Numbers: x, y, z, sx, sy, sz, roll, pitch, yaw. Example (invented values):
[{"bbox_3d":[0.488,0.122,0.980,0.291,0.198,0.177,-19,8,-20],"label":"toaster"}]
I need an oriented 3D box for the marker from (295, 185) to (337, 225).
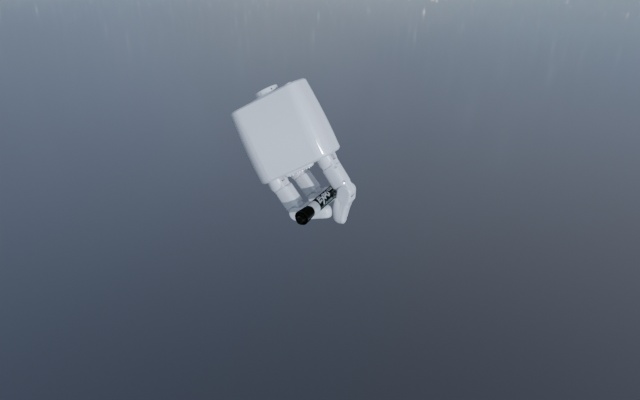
[{"bbox_3d":[0.000,0.002,0.623,0.020,0.020,0.121,0,21,28],"label":"marker"}]
